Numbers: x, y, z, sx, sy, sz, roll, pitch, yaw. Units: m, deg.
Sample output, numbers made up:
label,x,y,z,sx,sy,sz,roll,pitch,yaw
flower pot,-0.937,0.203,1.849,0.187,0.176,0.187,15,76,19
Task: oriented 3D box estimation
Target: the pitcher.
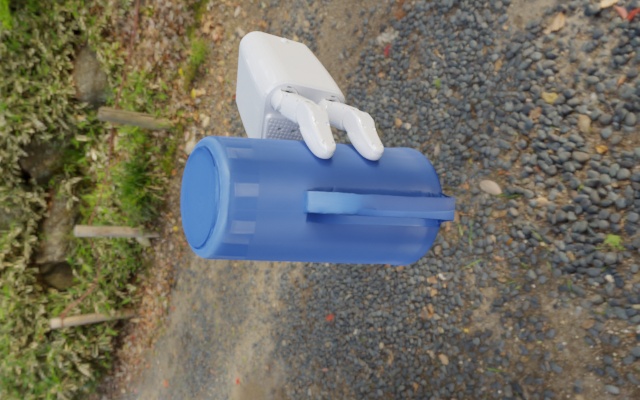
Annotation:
label,x,y,z,sx,sy,sz,roll,pitch,yaw
pitcher,0.000,0.001,0.469,0.243,0.145,0.149,3,-43,-34
